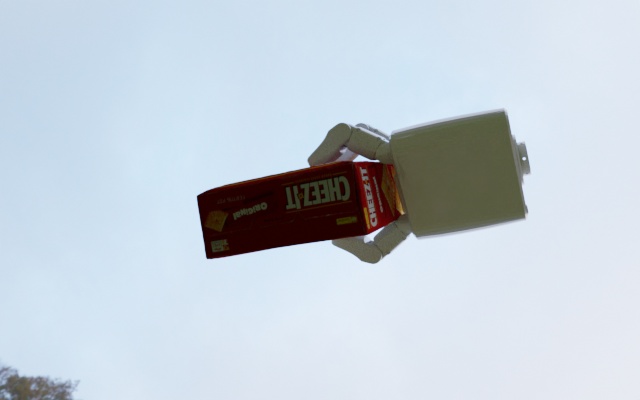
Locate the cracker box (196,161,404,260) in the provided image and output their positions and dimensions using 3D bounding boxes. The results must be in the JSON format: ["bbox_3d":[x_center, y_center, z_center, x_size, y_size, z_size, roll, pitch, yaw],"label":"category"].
[{"bbox_3d":[0.000,0.002,0.512,0.164,0.072,0.213,-11,0,23],"label":"cracker box"}]
